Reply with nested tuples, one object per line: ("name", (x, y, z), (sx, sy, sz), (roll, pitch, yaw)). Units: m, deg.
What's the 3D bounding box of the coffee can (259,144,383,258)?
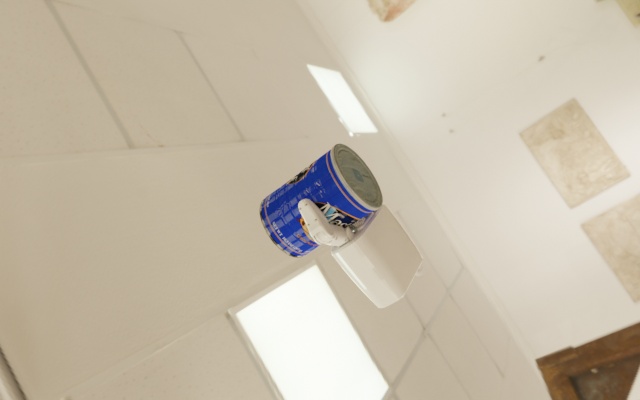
("coffee can", (0.000, 0.002, 0.665), (0.140, 0.102, 0.103), (-35, -17, 25))
